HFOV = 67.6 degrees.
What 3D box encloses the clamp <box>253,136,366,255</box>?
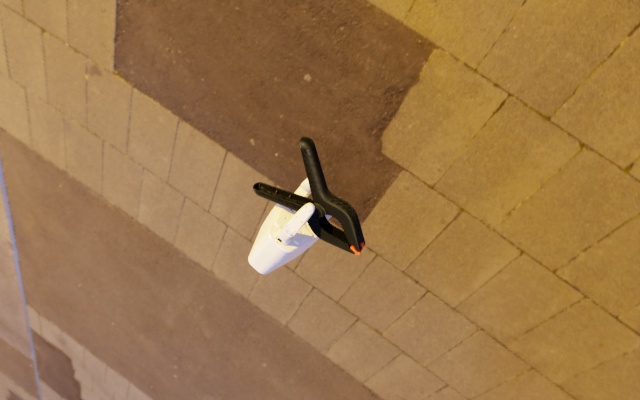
[{"bbox_3d":[0.000,0.003,0.774,0.165,0.210,0.036,-47,2,45],"label":"clamp"}]
